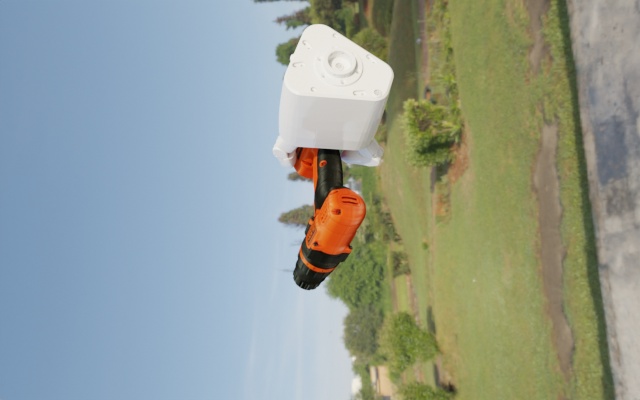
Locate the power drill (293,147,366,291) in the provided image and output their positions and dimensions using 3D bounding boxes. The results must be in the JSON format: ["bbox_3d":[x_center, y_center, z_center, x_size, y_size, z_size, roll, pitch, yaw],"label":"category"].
[{"bbox_3d":[0.000,0.001,0.615,0.057,0.187,0.184,7,-39,-19],"label":"power drill"}]
